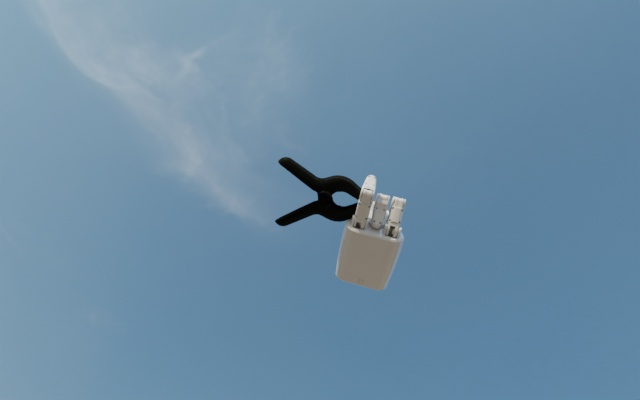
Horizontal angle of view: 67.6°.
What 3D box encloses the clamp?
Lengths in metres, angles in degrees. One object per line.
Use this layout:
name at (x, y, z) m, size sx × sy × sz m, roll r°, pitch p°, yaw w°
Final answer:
clamp at (0.000, 0.002, 0.811) m, size 0.171 × 0.120 × 0.039 m, roll 16°, pitch 23°, yaw 8°
